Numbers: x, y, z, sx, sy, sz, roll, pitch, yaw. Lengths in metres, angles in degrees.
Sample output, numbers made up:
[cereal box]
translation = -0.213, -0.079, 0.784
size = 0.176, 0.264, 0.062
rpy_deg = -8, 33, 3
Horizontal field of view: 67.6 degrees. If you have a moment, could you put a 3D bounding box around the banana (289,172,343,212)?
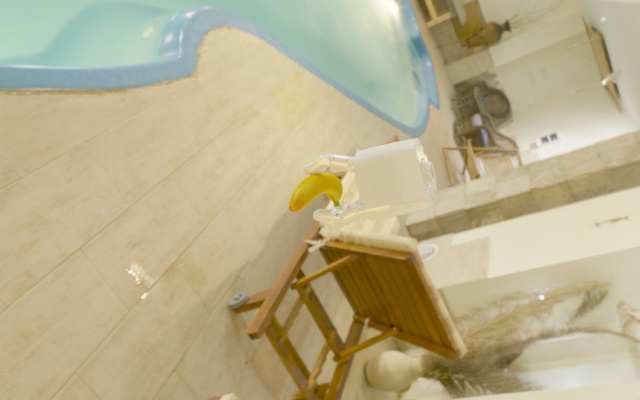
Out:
[banana]
translation = 0.000, -0.016, 0.841
size = 0.037, 0.069, 0.198
rpy_deg = -6, -3, 26
